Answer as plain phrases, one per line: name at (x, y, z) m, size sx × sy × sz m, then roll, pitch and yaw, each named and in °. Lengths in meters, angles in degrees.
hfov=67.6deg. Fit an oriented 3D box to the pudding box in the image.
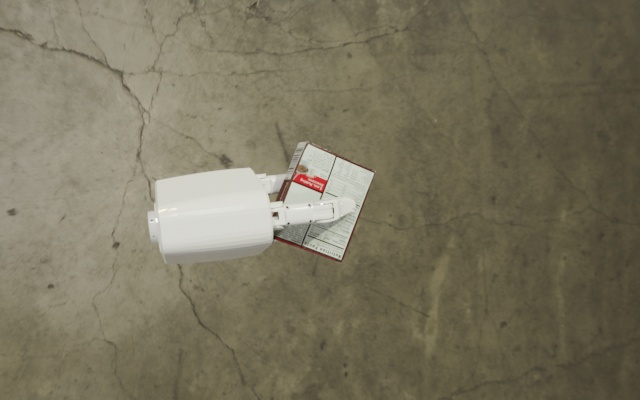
pudding box at (0.000, 0.002, 0.533) m, size 0.090 × 0.113 × 0.039 m, roll 22°, pitch -2°, yaw -16°
